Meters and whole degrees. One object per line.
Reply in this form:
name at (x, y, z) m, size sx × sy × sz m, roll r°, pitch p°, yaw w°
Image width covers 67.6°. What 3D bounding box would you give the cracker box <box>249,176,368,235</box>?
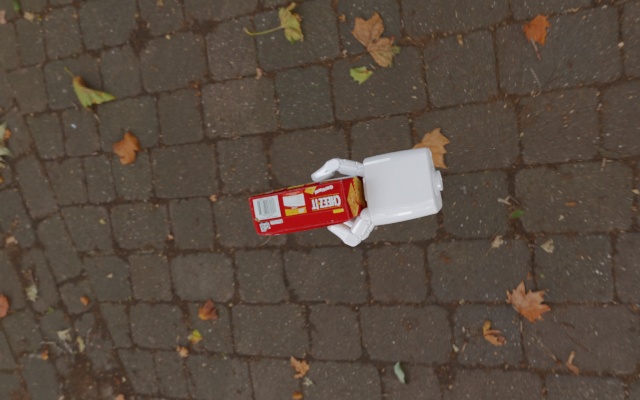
cracker box at (0.000, 0.003, 0.836) m, size 0.164 × 0.072 × 0.213 m, roll -10°, pitch 2°, yaw 21°
